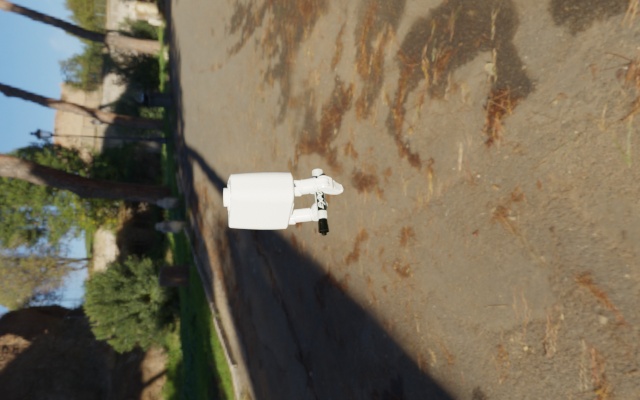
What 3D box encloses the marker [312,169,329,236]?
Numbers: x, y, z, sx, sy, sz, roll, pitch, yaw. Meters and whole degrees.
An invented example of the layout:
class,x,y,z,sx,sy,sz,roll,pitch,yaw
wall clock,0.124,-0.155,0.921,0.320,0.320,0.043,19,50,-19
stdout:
class,x,y,z,sx,sy,sz,roll,pitch,yaw
marker,0.000,0.003,0.827,0.020,0.121,0.020,-5,-22,-2
